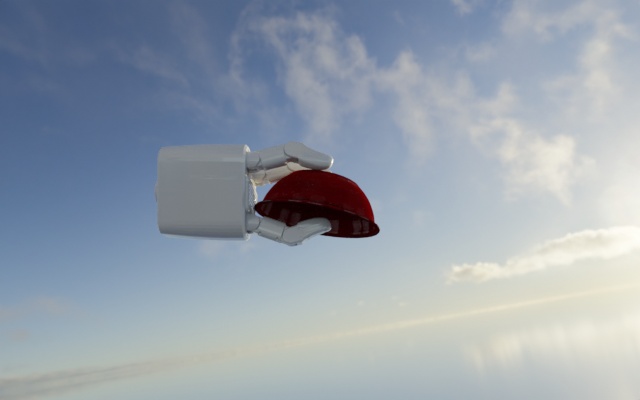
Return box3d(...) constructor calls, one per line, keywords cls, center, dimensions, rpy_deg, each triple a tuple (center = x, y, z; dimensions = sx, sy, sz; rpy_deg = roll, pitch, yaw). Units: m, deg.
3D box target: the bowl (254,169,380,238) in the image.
box3d(cls="bowl", center=(0.001, 0.002, 0.612), dimensions=(0.162, 0.055, 0.162), rpy_deg=(11, -16, 3))
